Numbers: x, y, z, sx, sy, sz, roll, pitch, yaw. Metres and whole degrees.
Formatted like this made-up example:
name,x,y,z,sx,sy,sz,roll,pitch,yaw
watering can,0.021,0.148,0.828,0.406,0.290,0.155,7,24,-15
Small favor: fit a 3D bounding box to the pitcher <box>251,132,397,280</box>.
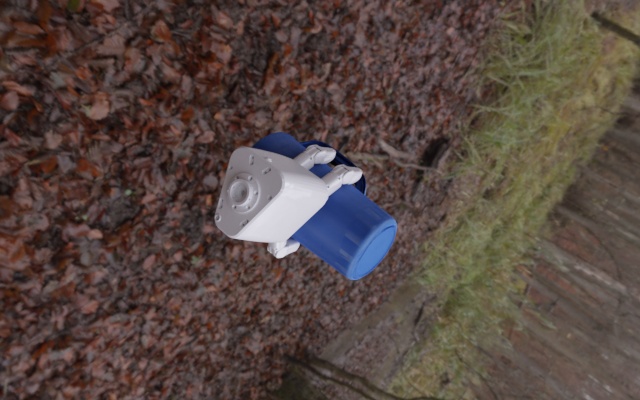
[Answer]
name,x,y,z,sx,sy,sz,roll,pitch,yaw
pitcher,0.000,0.002,0.732,0.242,0.149,0.145,37,12,26
